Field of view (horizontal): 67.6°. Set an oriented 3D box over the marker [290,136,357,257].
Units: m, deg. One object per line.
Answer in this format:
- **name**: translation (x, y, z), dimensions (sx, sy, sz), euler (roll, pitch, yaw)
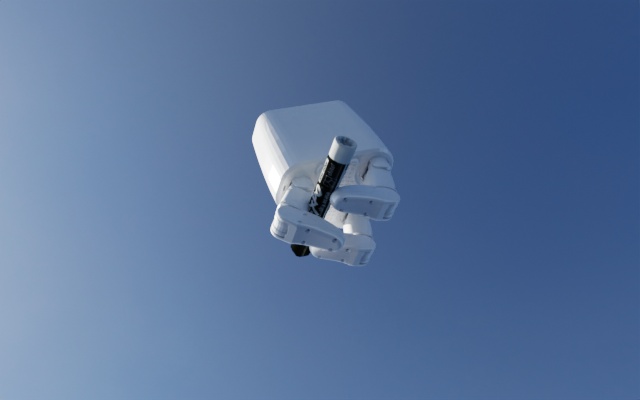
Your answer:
- **marker**: translation (0.000, 0.001, 0.402), dimensions (0.020, 0.121, 0.020), euler (16, 33, -11)
